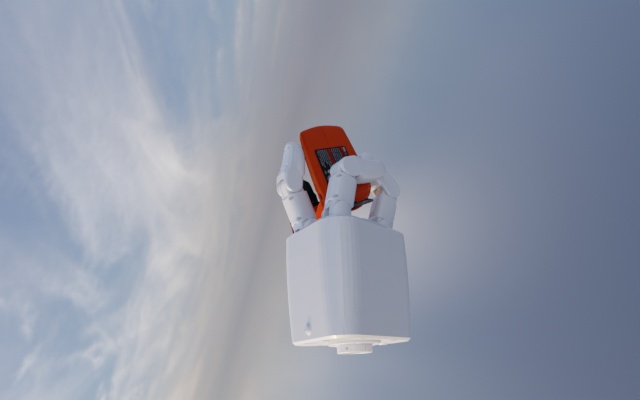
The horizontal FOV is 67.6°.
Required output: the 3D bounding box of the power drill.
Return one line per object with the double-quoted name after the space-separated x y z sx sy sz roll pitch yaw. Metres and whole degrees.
0.000 0.002 0.577 0.057 0.184 0.188 -13 -35 -16 "power drill"
